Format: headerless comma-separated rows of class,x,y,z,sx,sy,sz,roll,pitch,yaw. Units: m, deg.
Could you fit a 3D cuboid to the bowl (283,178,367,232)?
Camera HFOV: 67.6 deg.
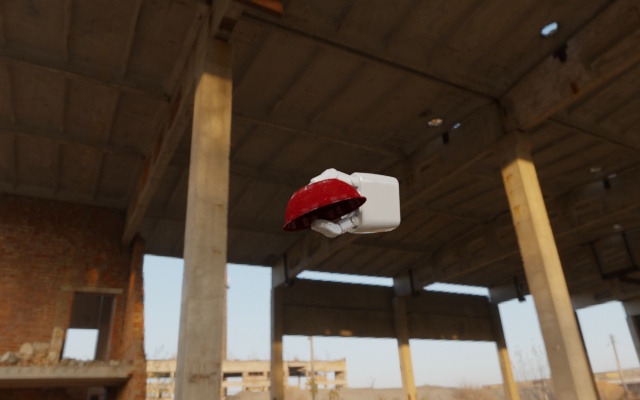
bowl,-0.001,0.002,0.870,0.162,0.055,0.162,-20,-12,-4
